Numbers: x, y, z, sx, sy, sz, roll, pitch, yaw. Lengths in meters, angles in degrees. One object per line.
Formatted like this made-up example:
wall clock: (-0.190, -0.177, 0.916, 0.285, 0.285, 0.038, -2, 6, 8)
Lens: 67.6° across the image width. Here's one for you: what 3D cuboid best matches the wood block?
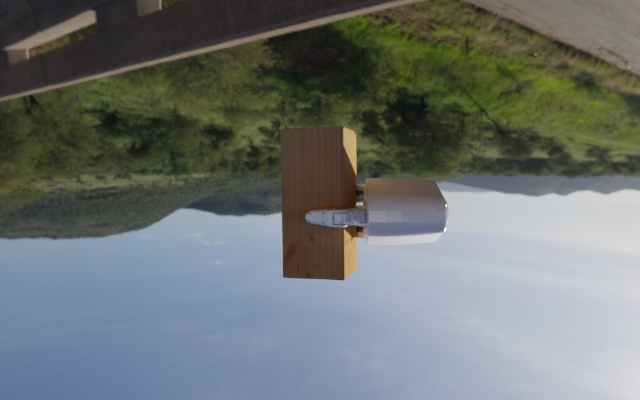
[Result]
wood block: (0.000, 0.002, 0.686, 0.090, 0.206, 0.091, 0, 3, 16)
